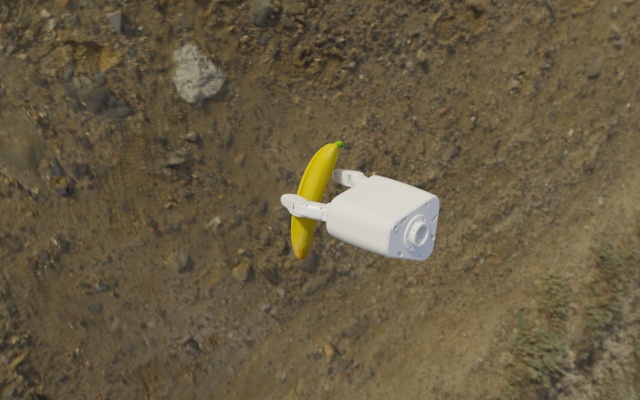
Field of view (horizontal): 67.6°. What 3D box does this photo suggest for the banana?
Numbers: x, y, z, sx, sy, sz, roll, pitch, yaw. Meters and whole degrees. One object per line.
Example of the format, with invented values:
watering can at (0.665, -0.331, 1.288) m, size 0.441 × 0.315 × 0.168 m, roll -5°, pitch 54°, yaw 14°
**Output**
banana at (-0.009, -0.005, 0.726) m, size 0.037 × 0.198 × 0.070 m, roll 19°, pitch -3°, yaw 36°
